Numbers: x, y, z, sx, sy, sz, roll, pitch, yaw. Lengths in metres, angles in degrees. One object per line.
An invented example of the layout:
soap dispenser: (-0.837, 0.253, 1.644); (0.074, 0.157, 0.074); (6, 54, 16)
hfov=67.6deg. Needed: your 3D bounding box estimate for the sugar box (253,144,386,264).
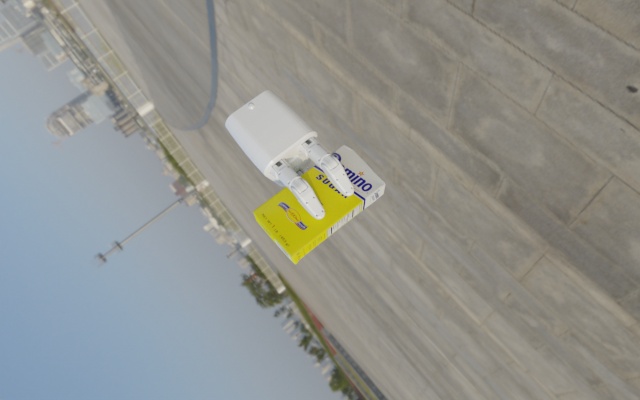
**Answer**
sugar box: (0.000, 0.002, 0.700); (0.176, 0.093, 0.048); (-39, -19, -12)
